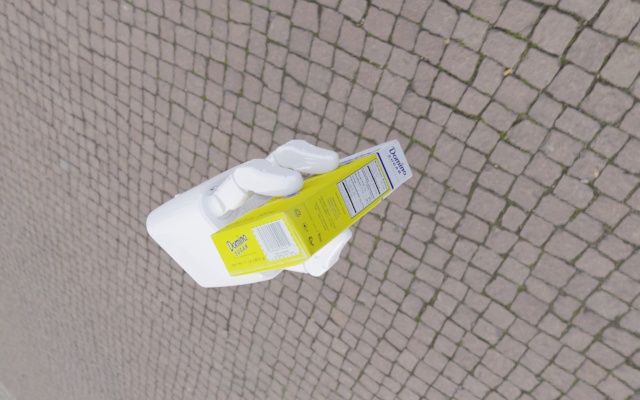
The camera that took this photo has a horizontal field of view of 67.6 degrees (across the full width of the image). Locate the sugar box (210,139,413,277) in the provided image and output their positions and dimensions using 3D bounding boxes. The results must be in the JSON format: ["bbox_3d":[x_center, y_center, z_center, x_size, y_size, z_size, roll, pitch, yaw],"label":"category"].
[{"bbox_3d":[0.000,0.001,0.418,0.093,0.048,0.176,-17,14,40],"label":"sugar box"}]
